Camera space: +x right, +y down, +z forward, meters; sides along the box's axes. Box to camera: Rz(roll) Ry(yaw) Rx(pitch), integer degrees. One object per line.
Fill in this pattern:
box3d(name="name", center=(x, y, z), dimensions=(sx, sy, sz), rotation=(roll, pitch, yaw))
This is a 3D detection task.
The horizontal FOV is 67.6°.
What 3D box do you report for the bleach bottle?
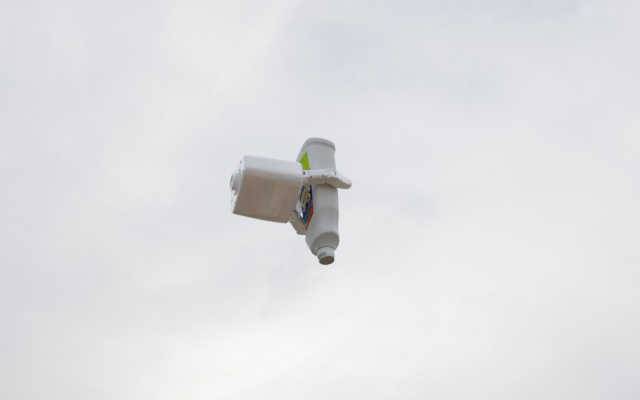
box3d(name="bleach bottle", center=(0.000, 0.003, 0.890), dimensions=(0.068, 0.250, 0.103), rotation=(10, -43, -20))
